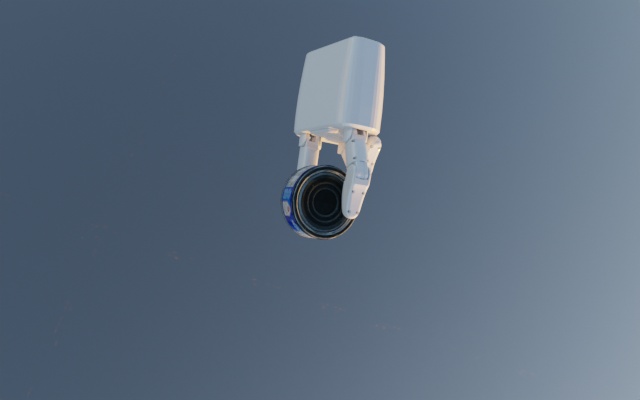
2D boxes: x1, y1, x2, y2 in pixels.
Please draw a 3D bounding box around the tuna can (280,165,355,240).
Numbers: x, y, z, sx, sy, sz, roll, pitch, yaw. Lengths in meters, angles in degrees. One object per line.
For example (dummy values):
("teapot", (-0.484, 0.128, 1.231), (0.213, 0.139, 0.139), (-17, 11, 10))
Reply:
("tuna can", (0.000, 0.002, 0.546), (0.086, 0.086, 0.034), (0, 2, -26))
